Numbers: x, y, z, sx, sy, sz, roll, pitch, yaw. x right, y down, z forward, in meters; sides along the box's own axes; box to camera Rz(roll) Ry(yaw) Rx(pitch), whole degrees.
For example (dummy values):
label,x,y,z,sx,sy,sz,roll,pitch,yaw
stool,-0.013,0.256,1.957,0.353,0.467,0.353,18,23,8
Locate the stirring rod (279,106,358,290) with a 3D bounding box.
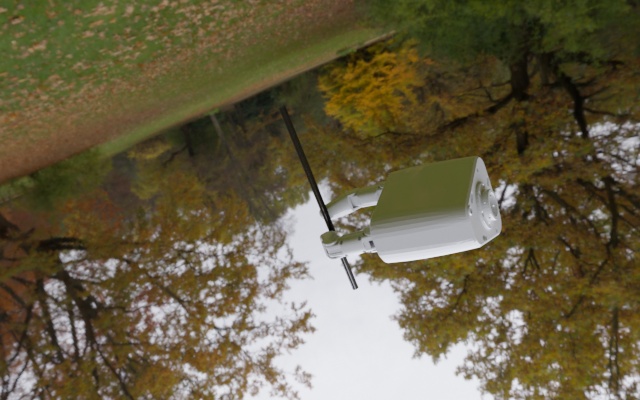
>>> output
label,x,y,z,sx,sy,sz,roll,pitch,yaw
stirring rod,0.000,0.002,0.572,0.011,0.239,0.011,-21,13,5
